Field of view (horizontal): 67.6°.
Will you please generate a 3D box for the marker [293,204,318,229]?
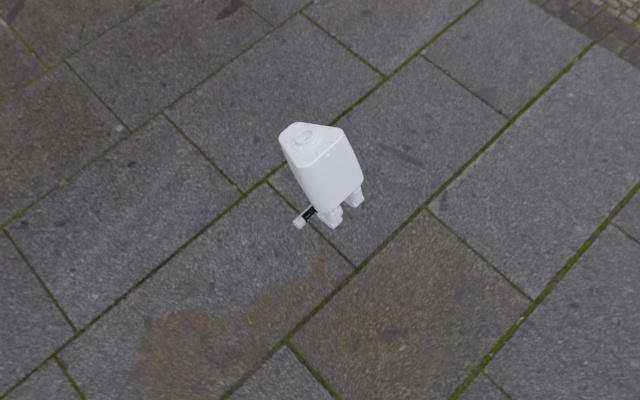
[{"bbox_3d":[0.000,0.003,0.840,0.121,0.020,0.020,-44,14,-15],"label":"marker"}]
